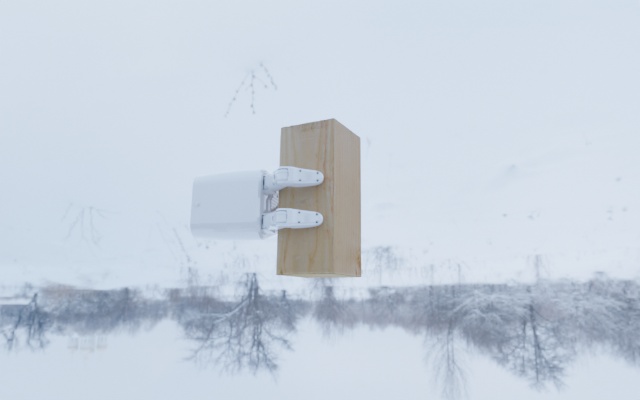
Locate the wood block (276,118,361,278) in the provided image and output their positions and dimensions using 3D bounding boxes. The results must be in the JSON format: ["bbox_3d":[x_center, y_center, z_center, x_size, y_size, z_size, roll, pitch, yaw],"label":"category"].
[{"bbox_3d":[0.000,0.002,0.671,0.090,0.206,0.091,-5,-13,27],"label":"wood block"}]
